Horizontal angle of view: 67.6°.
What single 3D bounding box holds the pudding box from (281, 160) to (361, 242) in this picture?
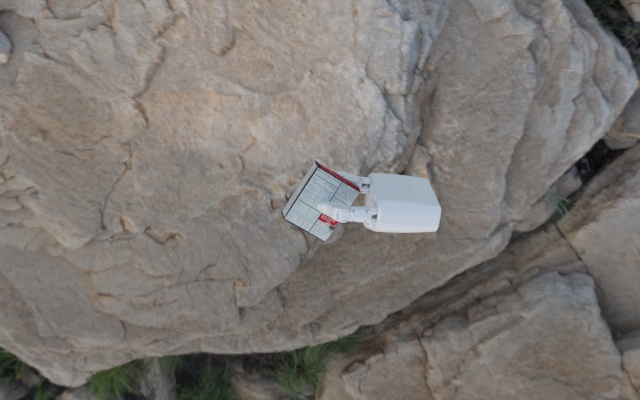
[{"bbox_3d":[0.000,0.003,0.811,0.090,0.113,0.039,31,12,-16],"label":"pudding box"}]
